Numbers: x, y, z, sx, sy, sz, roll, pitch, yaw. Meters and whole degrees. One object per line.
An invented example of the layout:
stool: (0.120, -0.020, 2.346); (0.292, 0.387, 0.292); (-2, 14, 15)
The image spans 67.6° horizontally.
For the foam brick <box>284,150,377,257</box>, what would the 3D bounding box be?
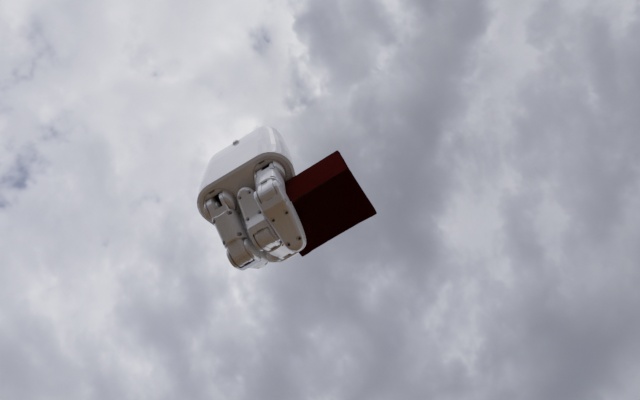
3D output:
foam brick: (0.000, 0.001, 0.427); (0.078, 0.053, 0.051); (-30, 24, 6)
